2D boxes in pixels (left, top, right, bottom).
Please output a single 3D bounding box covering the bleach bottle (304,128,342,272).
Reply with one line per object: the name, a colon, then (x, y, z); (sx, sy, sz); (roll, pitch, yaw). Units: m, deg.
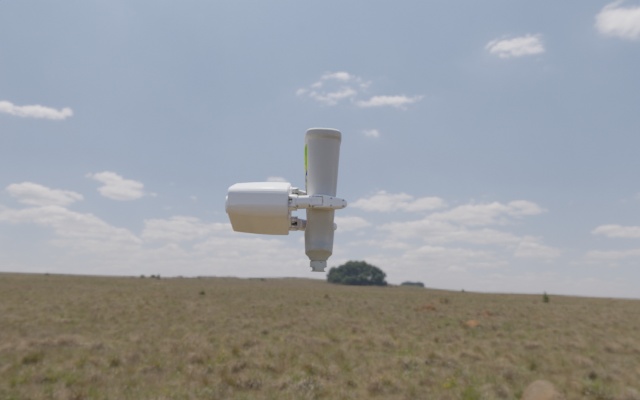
bleach bottle: (0.000, 0.003, 0.870); (0.068, 0.250, 0.102); (2, -11, -3)
